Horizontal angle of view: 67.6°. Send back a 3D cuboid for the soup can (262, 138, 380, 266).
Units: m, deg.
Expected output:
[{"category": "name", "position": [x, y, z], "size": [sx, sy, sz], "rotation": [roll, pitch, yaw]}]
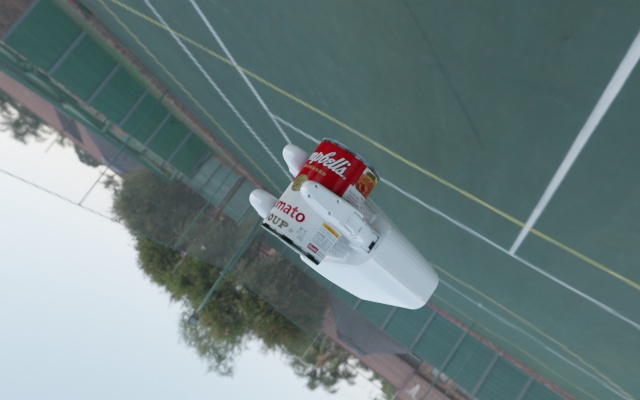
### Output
[{"category": "soup can", "position": [0.000, 0.001, 0.452], "size": [0.068, 0.102, 0.068], "rotation": [35, -8, 6]}]
